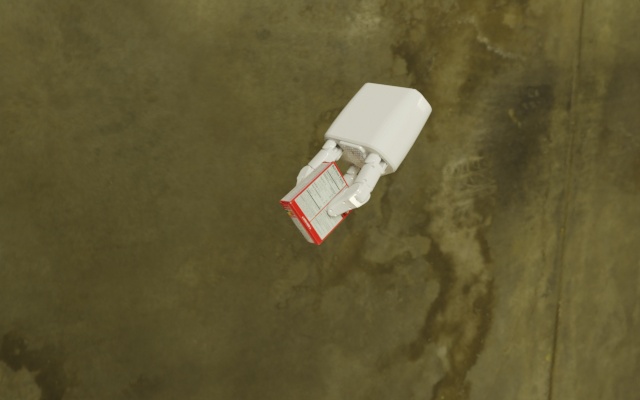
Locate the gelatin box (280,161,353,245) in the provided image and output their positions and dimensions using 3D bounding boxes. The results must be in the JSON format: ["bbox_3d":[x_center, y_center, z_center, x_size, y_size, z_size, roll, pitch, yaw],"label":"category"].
[{"bbox_3d":[0.000,0.002,0.633,0.089,0.073,0.030,-45,27,-25],"label":"gelatin box"}]
